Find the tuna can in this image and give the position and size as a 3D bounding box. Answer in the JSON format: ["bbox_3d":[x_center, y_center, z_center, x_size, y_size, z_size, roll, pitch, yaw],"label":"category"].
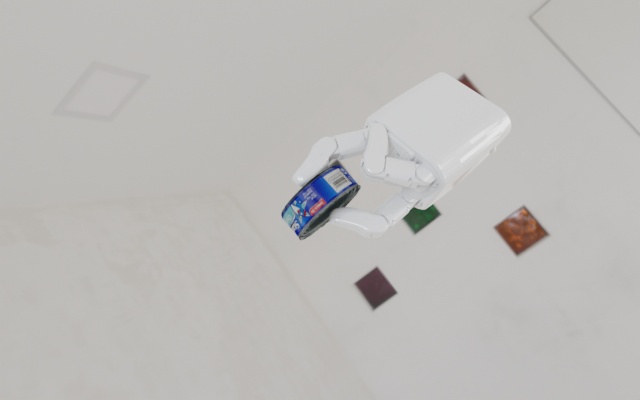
[{"bbox_3d":[0.000,0.001,0.506,0.086,0.033,0.086,-40,-10,-8],"label":"tuna can"}]
